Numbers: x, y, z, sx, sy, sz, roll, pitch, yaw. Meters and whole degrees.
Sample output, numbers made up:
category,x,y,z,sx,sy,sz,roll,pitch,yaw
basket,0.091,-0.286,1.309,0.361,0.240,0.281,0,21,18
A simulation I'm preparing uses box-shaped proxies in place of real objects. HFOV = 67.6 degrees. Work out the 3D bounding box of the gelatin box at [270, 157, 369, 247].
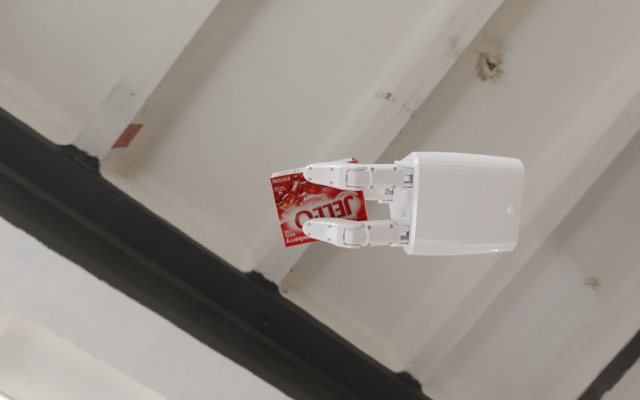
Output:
category,x,y,z,sx,sy,sz,roll,pitch,yaw
gelatin box,0.000,0.002,0.481,0.089,0.073,0.030,-11,12,3
